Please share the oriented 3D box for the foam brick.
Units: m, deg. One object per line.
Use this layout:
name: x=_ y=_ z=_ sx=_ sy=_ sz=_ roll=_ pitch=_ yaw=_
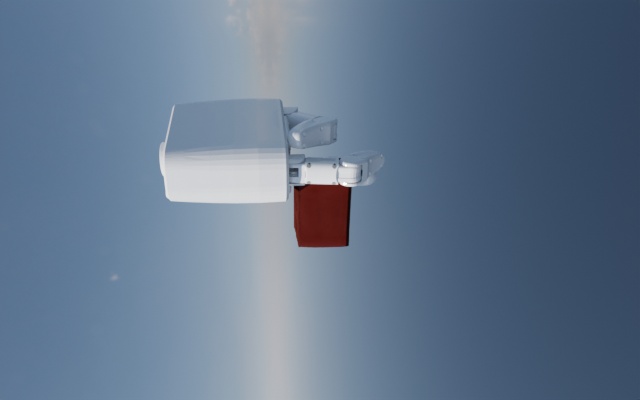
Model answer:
foam brick: x=0.000 y=0.002 z=0.478 sx=0.051 sy=0.078 sz=0.053 roll=-3 pitch=24 yaw=-9
